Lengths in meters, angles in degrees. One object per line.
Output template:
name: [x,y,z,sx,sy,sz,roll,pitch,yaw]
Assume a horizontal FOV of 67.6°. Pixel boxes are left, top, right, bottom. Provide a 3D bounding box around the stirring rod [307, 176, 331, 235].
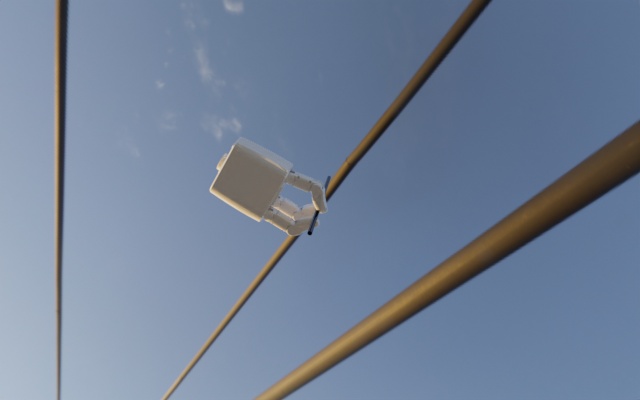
stirring rod: [0.000,0.003,0.888,0.011,0.011,0.239,0,25,9]
